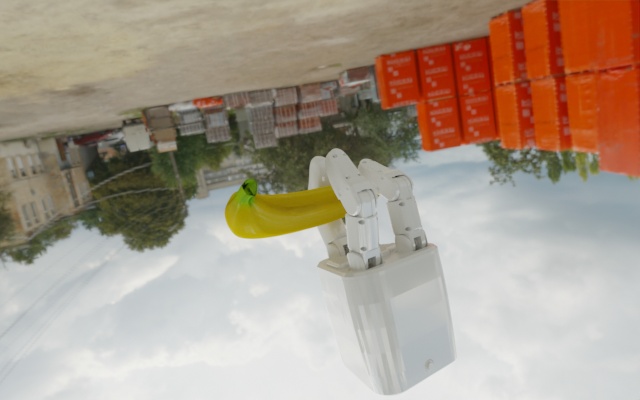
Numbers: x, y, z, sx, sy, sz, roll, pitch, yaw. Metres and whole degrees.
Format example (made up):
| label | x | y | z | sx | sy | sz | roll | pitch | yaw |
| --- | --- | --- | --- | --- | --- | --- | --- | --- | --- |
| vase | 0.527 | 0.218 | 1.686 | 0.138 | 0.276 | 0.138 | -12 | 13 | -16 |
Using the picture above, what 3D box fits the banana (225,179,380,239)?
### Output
| label | x | y | z | sx | sy | sz | roll | pitch | yaw |
| --- | --- | --- | --- | --- | --- | --- | --- | --- | --- |
| banana | -0.017 | 0.007 | 0.408 | 0.069 | 0.037 | 0.198 | -19 | -7 | 32 |
